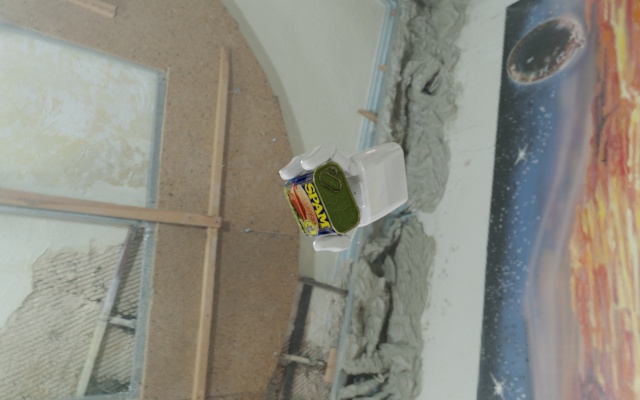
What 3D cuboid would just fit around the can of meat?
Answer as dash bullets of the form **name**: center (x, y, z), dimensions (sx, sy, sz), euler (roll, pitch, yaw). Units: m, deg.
- **can of meat**: center (0.000, 0.002, 0.711), dimensions (0.057, 0.102, 0.084), euler (-28, 8, -38)
